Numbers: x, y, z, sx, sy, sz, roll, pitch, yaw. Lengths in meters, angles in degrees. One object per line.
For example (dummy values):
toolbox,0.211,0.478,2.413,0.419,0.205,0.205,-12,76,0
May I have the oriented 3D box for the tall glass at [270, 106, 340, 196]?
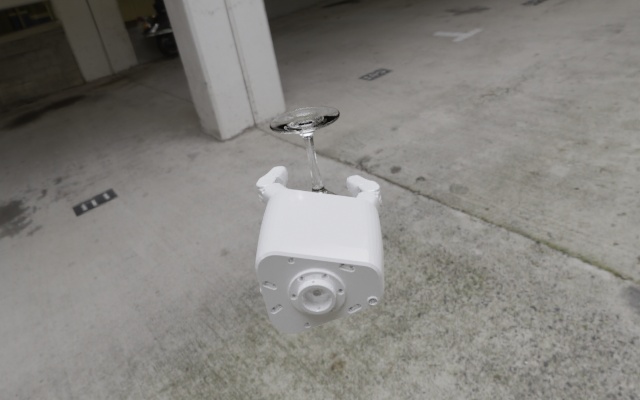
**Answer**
tall glass,0.000,0.001,0.541,0.079,0.201,0.079,-9,28,5
